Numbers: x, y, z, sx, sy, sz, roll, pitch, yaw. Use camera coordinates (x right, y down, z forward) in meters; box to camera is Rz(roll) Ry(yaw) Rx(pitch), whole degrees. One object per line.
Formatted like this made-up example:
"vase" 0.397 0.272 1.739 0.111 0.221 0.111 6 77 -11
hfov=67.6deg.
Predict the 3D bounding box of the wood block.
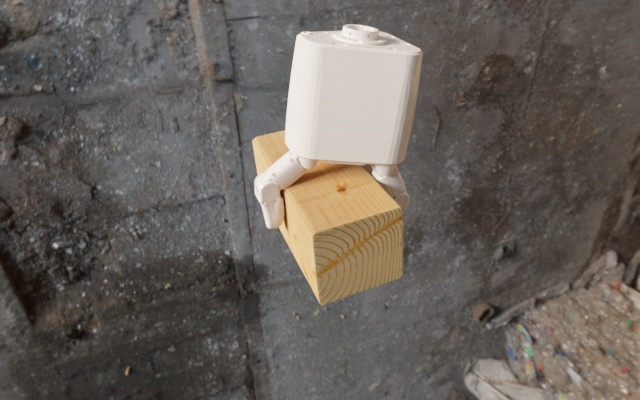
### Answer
"wood block" 0.000 0.002 0.521 0.091 0.090 0.206 -16 35 -15
